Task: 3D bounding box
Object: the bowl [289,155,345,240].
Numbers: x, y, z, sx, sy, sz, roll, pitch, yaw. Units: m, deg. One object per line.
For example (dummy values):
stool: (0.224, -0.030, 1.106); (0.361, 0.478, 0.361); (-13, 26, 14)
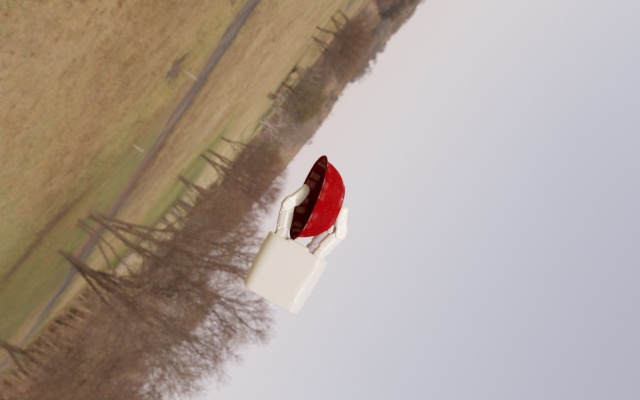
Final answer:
bowl: (0.001, 0.002, 0.854); (0.055, 0.162, 0.162); (21, -5, -14)
